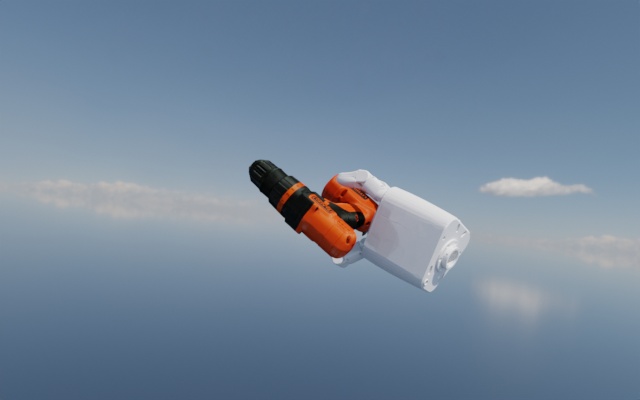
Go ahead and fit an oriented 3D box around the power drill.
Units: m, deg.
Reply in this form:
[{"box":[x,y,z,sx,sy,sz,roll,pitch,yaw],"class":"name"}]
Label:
[{"box":[0.001,0.002,0.709,0.184,0.057,0.187,43,22,16],"class":"power drill"}]
